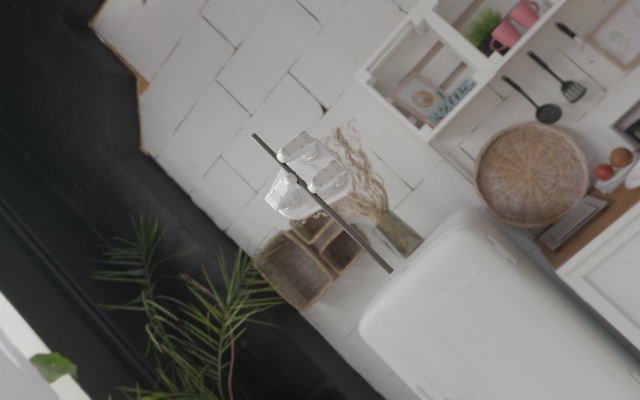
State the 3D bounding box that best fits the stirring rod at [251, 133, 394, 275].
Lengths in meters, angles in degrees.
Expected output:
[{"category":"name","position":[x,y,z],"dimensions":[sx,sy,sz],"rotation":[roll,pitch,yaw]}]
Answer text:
[{"category":"stirring rod","position":[0.000,0.002,0.585],"dimensions":[0.239,0.011,0.011],"rotation":[45,7,7]}]
